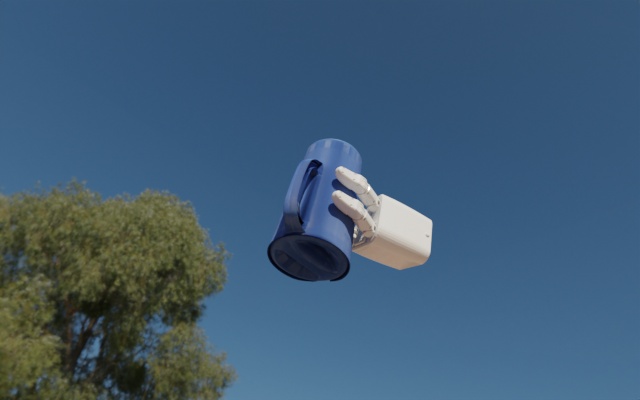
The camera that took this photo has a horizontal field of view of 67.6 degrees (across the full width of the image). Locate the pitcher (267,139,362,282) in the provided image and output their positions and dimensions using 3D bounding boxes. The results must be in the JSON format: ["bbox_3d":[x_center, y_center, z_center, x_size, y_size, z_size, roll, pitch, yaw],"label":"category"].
[{"bbox_3d":[0.000,0.003,0.810,0.145,0.242,0.149,25,-41,-13],"label":"pitcher"}]
